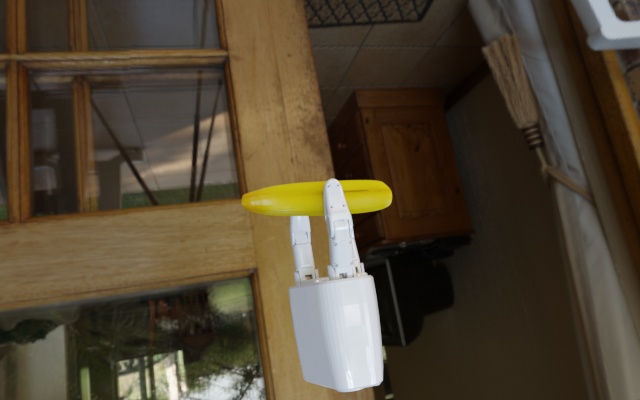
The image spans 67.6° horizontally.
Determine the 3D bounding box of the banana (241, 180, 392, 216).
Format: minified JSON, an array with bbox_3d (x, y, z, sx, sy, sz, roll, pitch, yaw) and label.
[{"bbox_3d":[0.013,-0.001,0.531,0.198,0.037,0.069,-3,-7,-35],"label":"banana"}]
